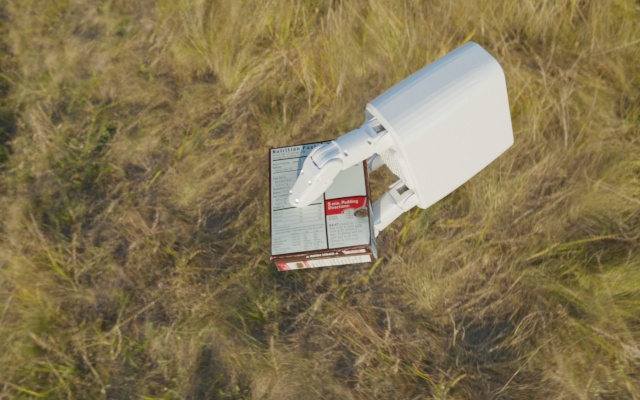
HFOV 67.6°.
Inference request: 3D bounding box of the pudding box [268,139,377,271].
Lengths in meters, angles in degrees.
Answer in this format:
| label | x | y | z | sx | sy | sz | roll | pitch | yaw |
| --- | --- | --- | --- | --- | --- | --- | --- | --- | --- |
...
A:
| label | x | y | z | sx | sy | sz | roll | pitch | yaw |
| --- | --- | --- | --- | --- | --- | --- | --- | --- | --- |
| pudding box | 0.000 | 0.001 | 0.429 | 0.090 | 0.113 | 0.039 | -7 | -27 | 9 |
